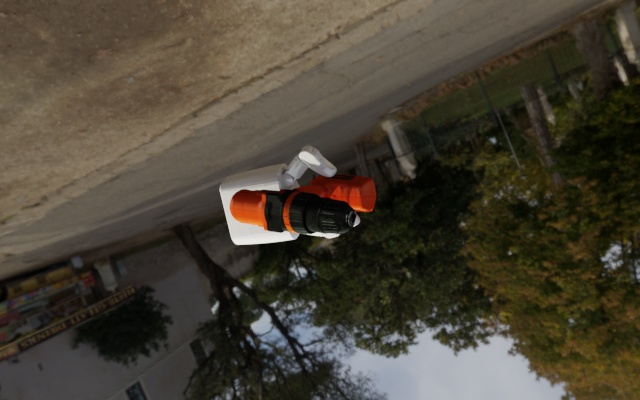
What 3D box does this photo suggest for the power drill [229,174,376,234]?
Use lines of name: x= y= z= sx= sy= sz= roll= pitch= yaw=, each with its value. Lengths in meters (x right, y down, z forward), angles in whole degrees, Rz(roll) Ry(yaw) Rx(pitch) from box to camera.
power drill: x=0.000 y=0.002 z=0.650 sx=0.184 sy=0.057 sz=0.187 roll=7 pitch=12 yaw=34
